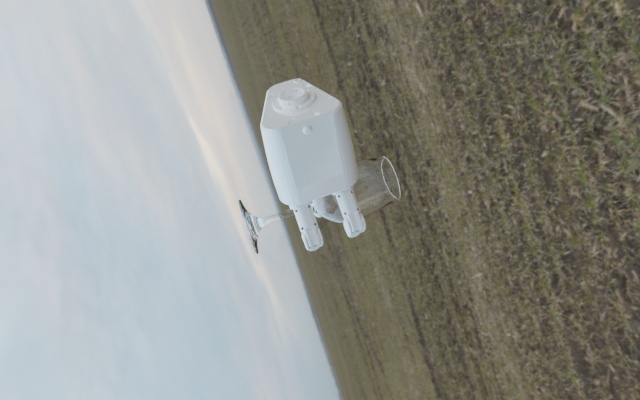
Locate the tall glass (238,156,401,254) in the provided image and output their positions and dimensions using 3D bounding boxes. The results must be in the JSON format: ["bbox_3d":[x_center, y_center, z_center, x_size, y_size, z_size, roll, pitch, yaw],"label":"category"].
[{"bbox_3d":[-0.001,0.002,0.625,0.201,0.079,0.079,-19,2,-6],"label":"tall glass"}]
